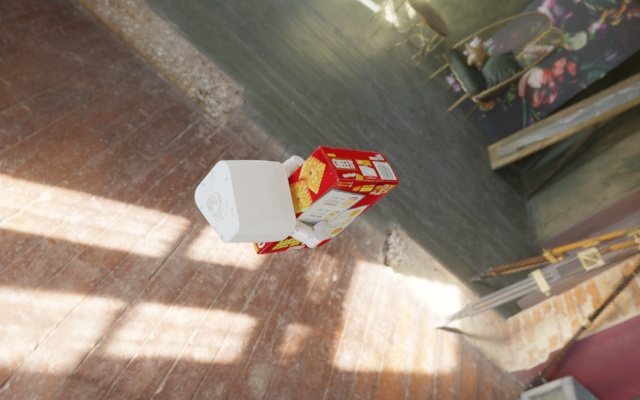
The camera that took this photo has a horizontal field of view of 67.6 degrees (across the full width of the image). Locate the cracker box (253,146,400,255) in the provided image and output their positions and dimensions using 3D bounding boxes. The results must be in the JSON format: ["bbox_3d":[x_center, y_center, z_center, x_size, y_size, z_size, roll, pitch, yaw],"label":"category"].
[{"bbox_3d":[0.000,0.003,0.794,0.164,0.072,0.214,-1,-32,-48],"label":"cracker box"}]
